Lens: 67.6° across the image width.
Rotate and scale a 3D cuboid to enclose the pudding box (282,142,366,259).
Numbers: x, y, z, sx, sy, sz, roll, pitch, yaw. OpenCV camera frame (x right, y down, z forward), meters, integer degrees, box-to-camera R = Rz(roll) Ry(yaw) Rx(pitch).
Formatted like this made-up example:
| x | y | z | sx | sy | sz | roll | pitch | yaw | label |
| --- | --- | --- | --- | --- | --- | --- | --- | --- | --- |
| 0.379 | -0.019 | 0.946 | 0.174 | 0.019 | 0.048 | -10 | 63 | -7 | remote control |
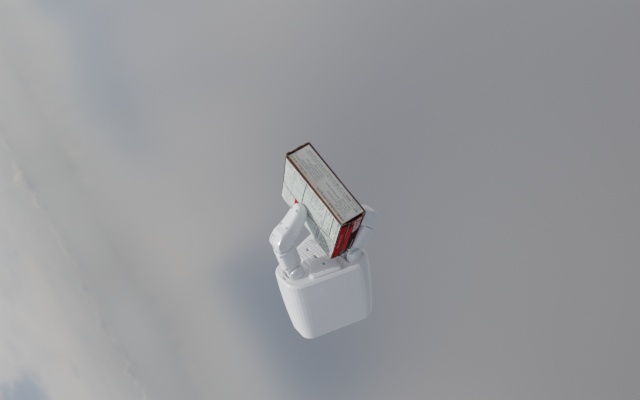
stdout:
| x | y | z | sx | sy | sz | roll | pitch | yaw | label |
| --- | --- | --- | --- | --- | --- | --- | --- | --- | --- |
| 0.000 | 0.002 | 0.562 | 0.039 | 0.113 | 0.090 | -31 | -22 | -24 | pudding box |
